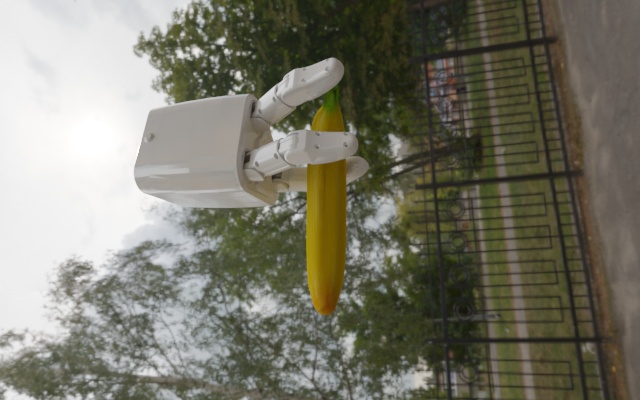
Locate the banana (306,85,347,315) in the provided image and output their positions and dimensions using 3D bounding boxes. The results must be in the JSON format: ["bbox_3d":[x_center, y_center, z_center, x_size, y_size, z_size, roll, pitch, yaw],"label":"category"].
[{"bbox_3d":[0.004,0.000,0.432,0.037,0.198,0.069,-1,-6,11],"label":"banana"}]
